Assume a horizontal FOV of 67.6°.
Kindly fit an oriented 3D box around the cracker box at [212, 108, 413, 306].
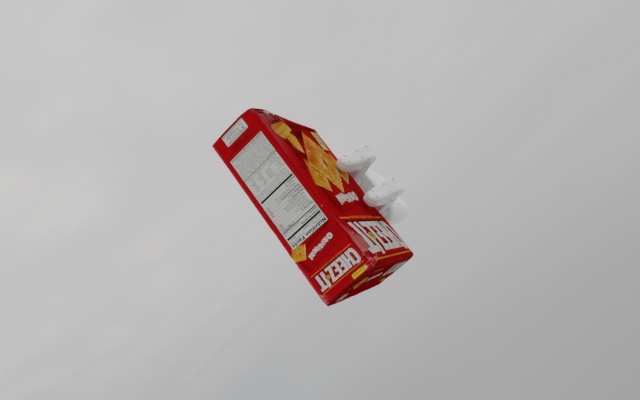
[{"bbox_3d":[0.000,0.002,0.544,0.072,0.213,0.164,-43,-17,17],"label":"cracker box"}]
